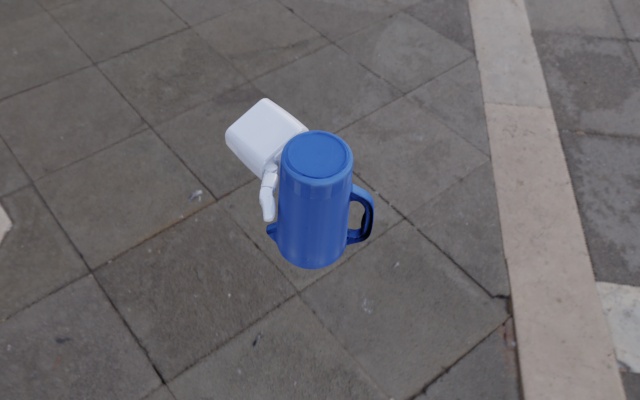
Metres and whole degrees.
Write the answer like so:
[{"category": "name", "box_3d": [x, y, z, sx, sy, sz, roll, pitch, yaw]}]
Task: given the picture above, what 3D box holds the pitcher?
[{"category": "pitcher", "box_3d": [0.000, 0.003, 0.795, 0.149, 0.145, 0.243, -34, -27, -24]}]
